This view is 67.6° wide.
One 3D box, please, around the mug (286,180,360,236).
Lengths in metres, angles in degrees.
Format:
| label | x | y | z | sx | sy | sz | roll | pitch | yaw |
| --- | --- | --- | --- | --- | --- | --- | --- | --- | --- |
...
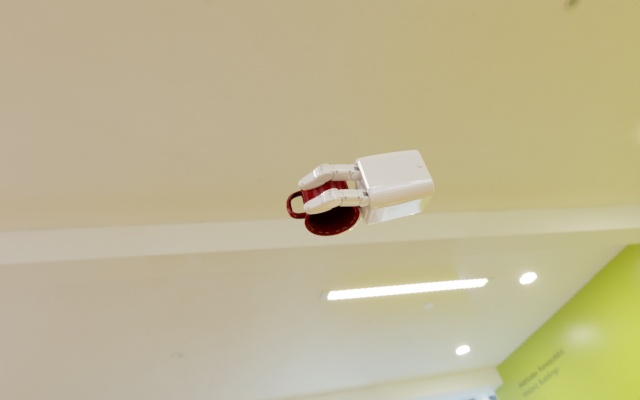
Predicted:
| label | x | y | z | sx | sy | sz | roll | pitch | yaw |
| --- | --- | --- | --- | --- | --- | --- | --- | --- | --- |
| mug | -0.001 | 0.003 | 0.809 | 0.117 | 0.081 | 0.093 | -9 | -40 | -6 |
